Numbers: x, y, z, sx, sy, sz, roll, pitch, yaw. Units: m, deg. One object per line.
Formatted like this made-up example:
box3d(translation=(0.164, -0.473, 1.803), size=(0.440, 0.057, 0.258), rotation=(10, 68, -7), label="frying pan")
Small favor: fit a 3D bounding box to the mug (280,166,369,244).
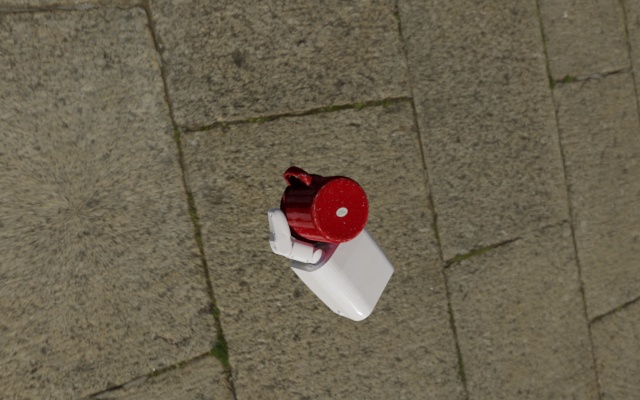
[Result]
box3d(translation=(-0.001, 0.001, 0.597), size=(0.093, 0.117, 0.081), rotation=(-46, 20, -20), label="mug")
